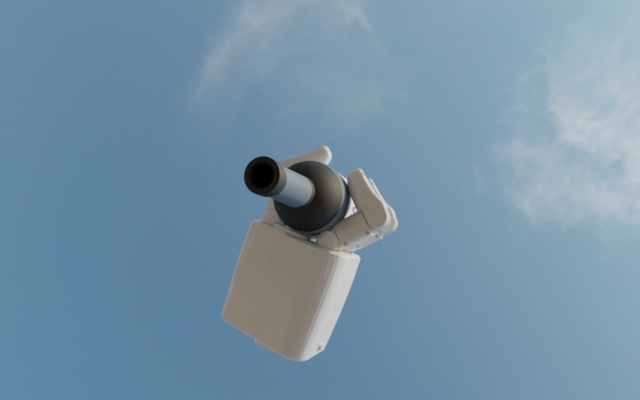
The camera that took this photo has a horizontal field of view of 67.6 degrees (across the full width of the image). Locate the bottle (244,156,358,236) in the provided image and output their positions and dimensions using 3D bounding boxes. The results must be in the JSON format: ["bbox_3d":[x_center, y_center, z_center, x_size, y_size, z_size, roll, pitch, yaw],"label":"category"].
[{"bbox_3d":[0.000,0.001,0.469,0.069,0.069,0.296,0,-7,16],"label":"bottle"}]
